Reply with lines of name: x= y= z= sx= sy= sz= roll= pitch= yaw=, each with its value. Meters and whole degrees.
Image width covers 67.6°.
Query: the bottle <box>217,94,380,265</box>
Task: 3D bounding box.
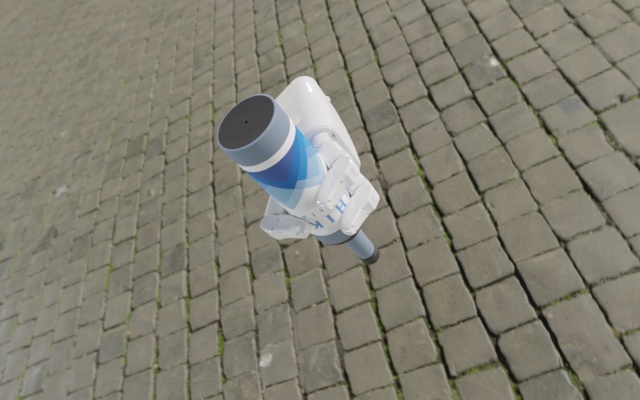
bottle: x=0.000 y=0.002 z=0.543 sx=0.069 sy=0.069 sz=0.296 roll=0 pitch=-30 yaw=33
